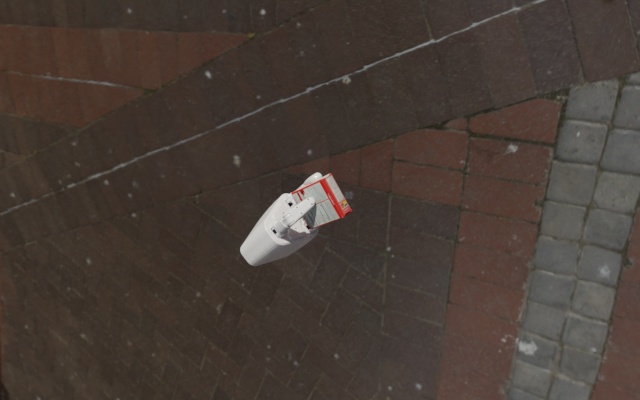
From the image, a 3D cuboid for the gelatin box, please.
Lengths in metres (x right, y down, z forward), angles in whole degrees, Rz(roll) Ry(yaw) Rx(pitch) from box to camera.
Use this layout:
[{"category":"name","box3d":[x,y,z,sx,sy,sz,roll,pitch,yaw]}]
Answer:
[{"category":"gelatin box","box3d":[0.000,0.003,0.810,0.089,0.073,0.030,-23,8,46]}]
